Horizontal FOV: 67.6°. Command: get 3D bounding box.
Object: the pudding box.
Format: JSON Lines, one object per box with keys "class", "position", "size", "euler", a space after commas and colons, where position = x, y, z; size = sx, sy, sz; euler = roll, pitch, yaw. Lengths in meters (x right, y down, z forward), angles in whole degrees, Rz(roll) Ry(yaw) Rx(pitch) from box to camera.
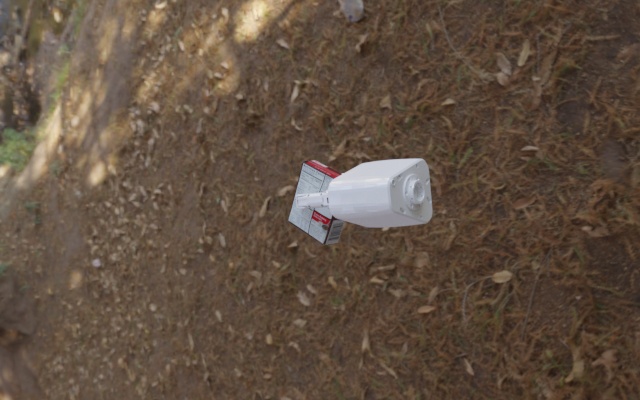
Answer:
{"class": "pudding box", "position": [0.000, 0.003, 0.765], "size": [0.090, 0.113, 0.039], "euler": [31, 24, 35]}
